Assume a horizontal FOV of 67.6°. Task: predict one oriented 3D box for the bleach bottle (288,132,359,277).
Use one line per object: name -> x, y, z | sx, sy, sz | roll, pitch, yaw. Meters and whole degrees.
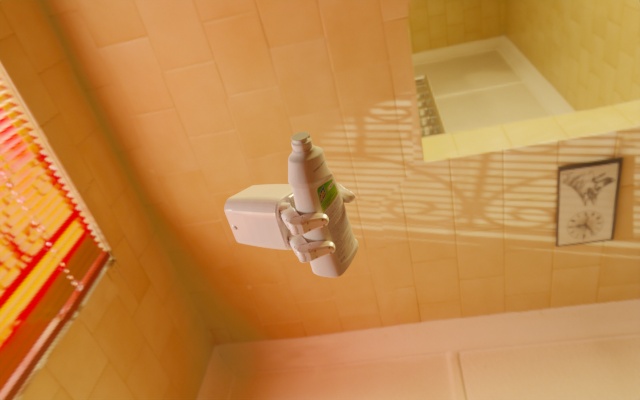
bleach bottle -> 0.000, 0.003, 0.778 | 0.068, 0.251, 0.102 | 3, 36, 26
